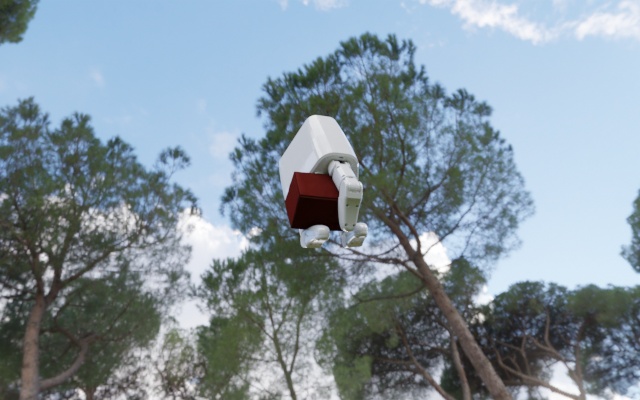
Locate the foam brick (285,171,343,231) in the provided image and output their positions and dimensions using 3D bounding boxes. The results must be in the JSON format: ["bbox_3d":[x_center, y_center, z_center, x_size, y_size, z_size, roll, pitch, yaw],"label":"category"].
[{"bbox_3d":[0.000,0.002,0.597,0.078,0.053,0.051,5,38,-20],"label":"foam brick"}]
